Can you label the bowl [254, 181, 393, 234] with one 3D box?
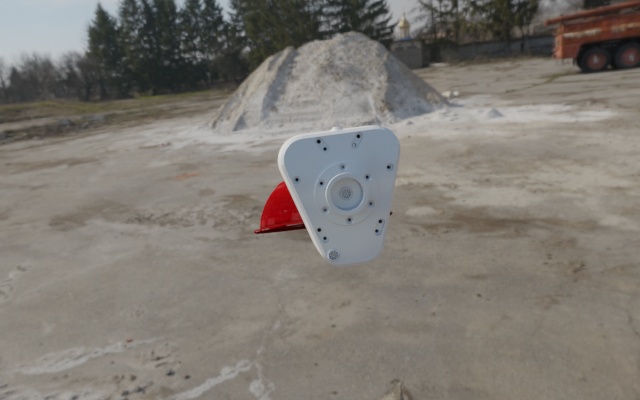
[{"bbox_3d":[0.000,0.002,0.559,0.162,0.055,0.162,-8,-5,-1],"label":"bowl"}]
